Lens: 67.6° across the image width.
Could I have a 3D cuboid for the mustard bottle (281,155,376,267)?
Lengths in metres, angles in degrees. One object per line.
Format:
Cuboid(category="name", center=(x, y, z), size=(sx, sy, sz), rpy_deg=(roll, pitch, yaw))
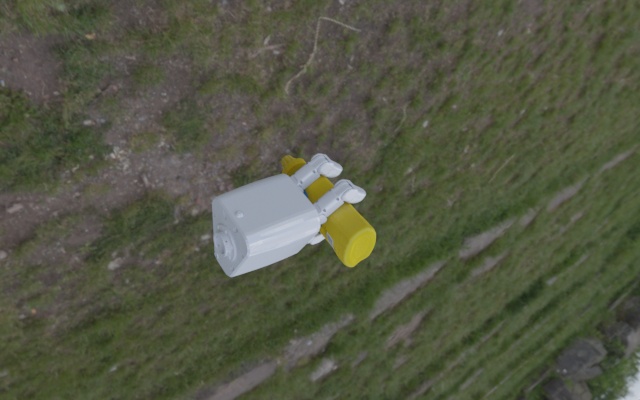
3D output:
Cuboid(category="mustard bottle", center=(0.001, 0.002, 0.689), size=(0.058, 0.191, 0.096), rpy_deg=(-34, -28, -12))
